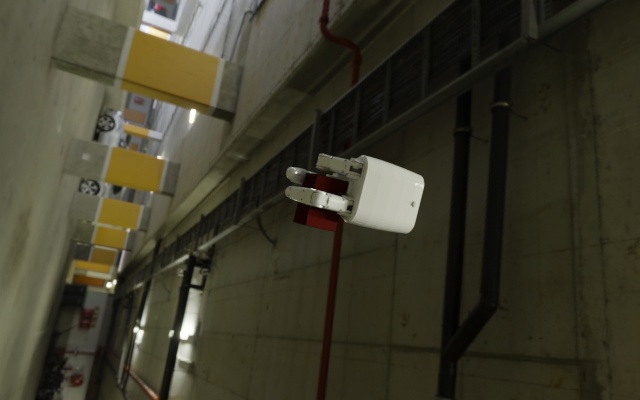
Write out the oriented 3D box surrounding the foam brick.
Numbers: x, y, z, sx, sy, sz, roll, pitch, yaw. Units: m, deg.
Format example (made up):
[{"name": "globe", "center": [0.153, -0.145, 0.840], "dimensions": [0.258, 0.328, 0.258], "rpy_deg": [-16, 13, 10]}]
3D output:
[{"name": "foam brick", "center": [0.000, 0.003, 0.701], "dimensions": [0.051, 0.078, 0.053], "rpy_deg": [14, 0, -24]}]
